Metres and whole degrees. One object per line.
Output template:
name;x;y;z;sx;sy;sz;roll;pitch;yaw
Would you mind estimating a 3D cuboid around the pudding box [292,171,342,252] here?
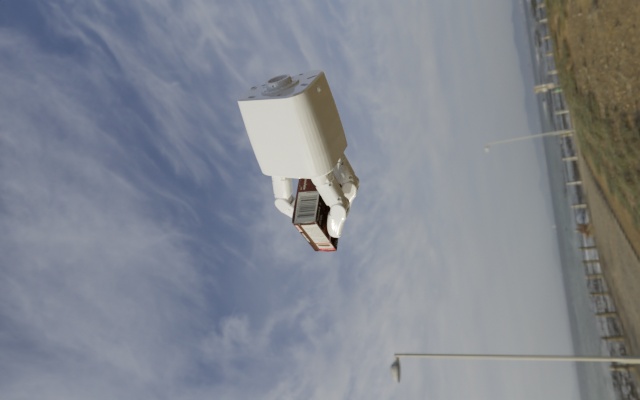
pudding box;0.000;0.002;0.661;0.039;0.113;0.090;-2;-30;22
